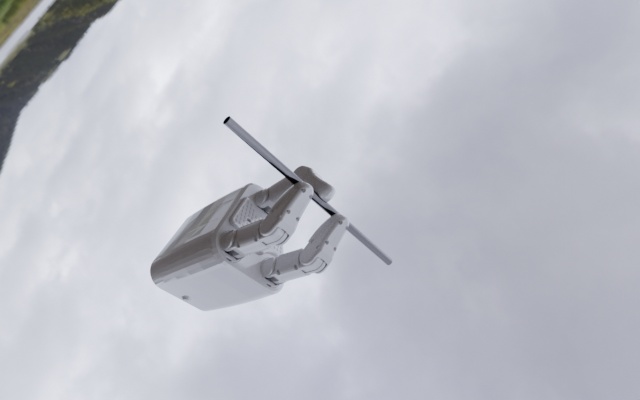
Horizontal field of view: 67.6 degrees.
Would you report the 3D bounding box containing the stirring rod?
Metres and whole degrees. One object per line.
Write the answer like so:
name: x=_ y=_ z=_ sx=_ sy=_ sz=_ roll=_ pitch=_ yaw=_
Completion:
stirring rod: x=0.000 y=0.001 z=0.445 sx=0.011 sy=0.011 sz=0.240 roll=0 pitch=-33 yaw=47
